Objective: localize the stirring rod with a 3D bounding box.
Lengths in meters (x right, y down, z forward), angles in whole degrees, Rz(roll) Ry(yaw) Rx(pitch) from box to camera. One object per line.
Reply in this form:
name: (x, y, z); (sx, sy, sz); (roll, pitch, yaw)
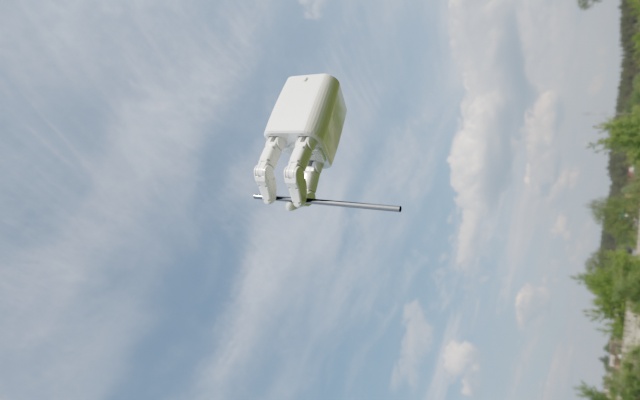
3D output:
stirring rod: (0.000, 0.002, 0.666); (0.239, 0.011, 0.011); (5, 3, 33)
